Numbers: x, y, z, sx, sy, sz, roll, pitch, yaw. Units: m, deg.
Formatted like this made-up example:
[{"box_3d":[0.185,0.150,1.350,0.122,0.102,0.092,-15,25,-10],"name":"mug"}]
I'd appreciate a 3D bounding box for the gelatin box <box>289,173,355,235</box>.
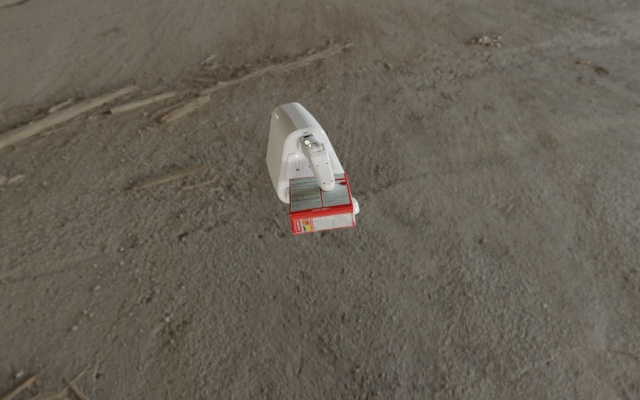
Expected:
[{"box_3d":[0.000,0.002,0.572,0.073,0.030,0.089,-7,30,0],"name":"gelatin box"}]
